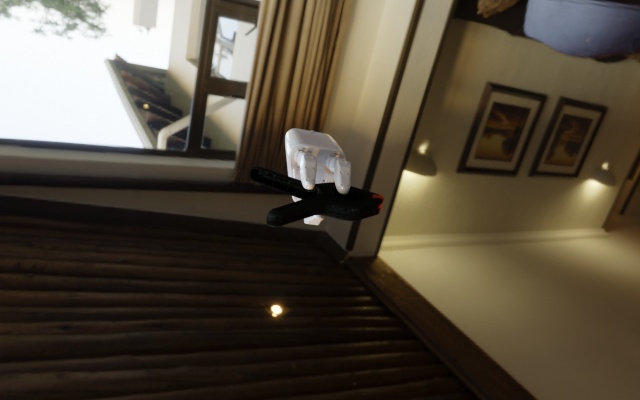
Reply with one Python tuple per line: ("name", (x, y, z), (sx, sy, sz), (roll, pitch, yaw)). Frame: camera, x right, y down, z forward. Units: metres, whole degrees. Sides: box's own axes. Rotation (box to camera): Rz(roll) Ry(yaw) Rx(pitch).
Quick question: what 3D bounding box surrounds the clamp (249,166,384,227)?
("clamp", (0.000, 0.003, 0.716), (0.210, 0.036, 0.164), (8, 25, -14))
